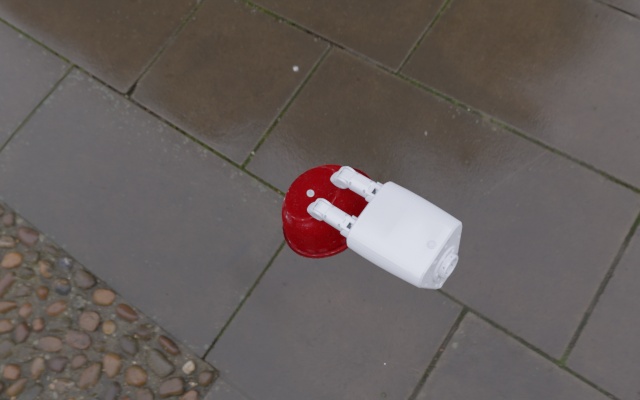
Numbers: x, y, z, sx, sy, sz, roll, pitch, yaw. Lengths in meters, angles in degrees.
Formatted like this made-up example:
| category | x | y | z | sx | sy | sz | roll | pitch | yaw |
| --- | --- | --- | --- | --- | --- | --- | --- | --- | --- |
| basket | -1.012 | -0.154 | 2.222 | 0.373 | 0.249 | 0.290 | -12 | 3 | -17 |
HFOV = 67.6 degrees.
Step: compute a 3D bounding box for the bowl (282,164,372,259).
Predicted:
| category | x | y | z | sx | sy | sz | roll | pitch | yaw |
| --- | --- | --- | --- | --- | --- | --- | --- | --- | --- |
| bowl | -0.001 | 0.002 | 0.708 | 0.162 | 0.162 | 0.055 | 0 | -32 | 34 |
